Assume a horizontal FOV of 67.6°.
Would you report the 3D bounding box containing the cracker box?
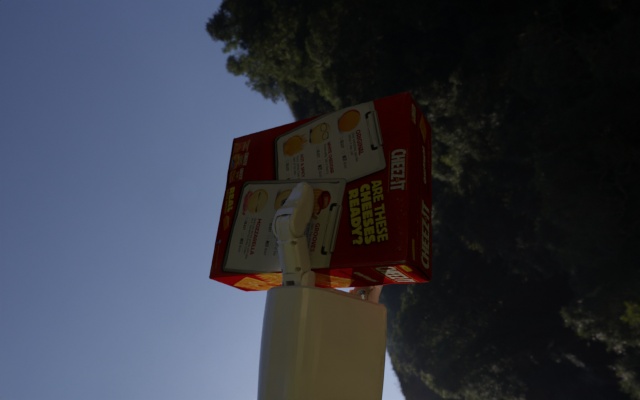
[{"bbox_3d":[0.000,0.002,0.477,0.214,0.164,0.072,-9,-27,31],"label":"cracker box"}]
